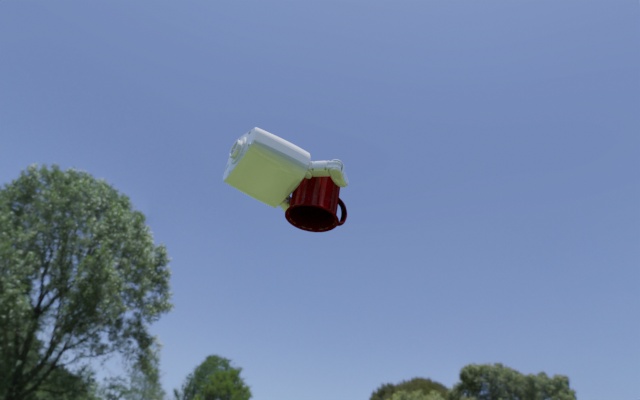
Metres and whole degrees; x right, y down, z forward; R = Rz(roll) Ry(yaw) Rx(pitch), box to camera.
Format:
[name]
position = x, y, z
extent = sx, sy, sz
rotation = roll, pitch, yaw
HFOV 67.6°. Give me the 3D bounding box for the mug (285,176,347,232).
[mug]
position = 0.001, 0.003, 0.836
extent = 0.117, 0.081, 0.093
rotation = 26, -36, -25
